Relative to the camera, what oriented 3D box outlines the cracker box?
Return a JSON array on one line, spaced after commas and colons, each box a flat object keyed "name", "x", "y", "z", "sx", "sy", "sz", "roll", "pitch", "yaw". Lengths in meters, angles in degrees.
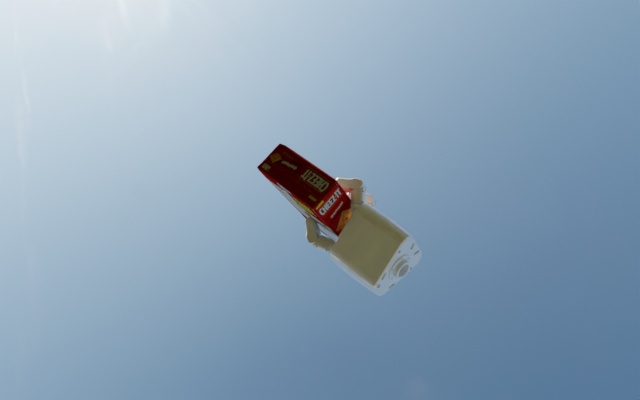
[{"name": "cracker box", "x": 0.000, "y": 0.003, "z": 0.897, "sx": 0.164, "sy": 0.072, "sz": 0.214, "roll": 35, "pitch": -9, "yaw": 37}]
